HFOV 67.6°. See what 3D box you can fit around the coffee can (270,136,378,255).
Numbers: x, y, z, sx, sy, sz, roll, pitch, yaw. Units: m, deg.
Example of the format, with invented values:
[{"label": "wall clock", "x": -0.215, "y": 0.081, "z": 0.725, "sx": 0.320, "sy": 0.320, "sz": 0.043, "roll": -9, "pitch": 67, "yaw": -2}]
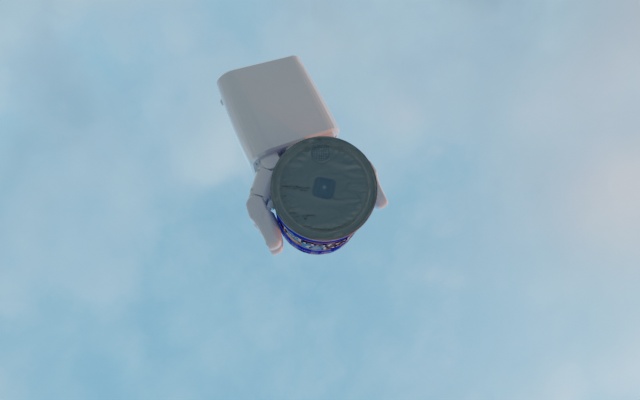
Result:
[{"label": "coffee can", "x": 0.000, "y": 0.002, "z": 0.519, "sx": 0.103, "sy": 0.102, "sz": 0.140, "roll": 0, "pitch": -12, "yaw": -3}]
